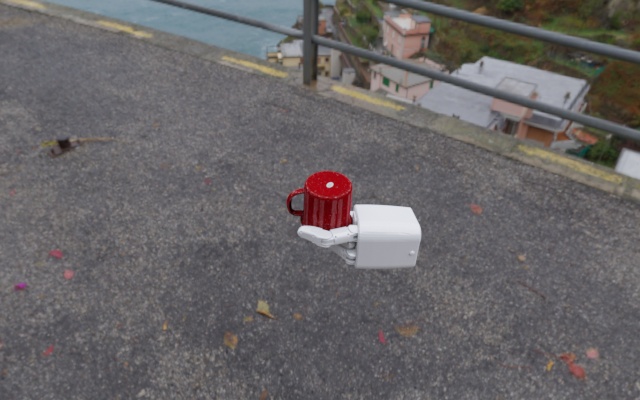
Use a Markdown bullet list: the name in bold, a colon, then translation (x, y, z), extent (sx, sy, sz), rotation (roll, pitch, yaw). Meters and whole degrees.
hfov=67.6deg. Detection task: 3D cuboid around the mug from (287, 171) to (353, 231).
- **mug**: translation (-0.001, 0.002, 0.822), extent (0.117, 0.082, 0.093), rotation (1, 38, -2)
